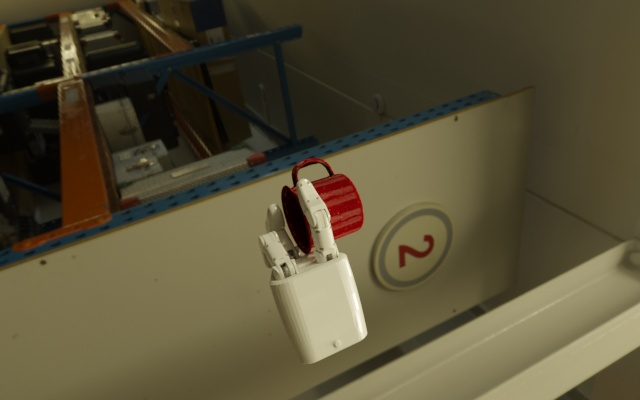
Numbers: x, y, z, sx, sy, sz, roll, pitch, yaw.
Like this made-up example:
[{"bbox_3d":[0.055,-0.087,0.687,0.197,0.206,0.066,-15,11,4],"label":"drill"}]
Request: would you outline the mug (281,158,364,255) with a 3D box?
[{"bbox_3d":[0.000,0.001,0.623,0.081,0.117,0.093,-19,7,-18],"label":"mug"}]
